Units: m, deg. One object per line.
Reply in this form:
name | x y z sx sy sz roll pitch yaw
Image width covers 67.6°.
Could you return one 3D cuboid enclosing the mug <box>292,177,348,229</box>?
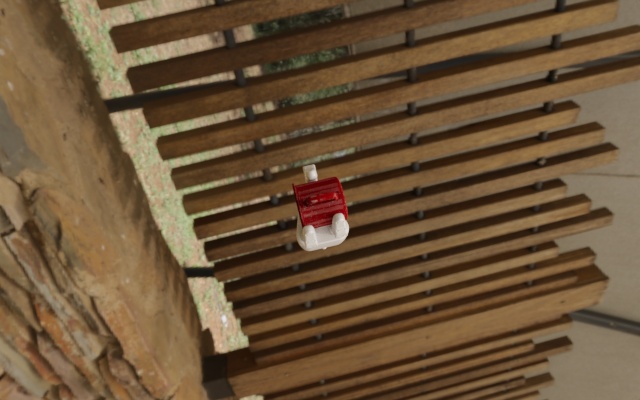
mug | 0.000 0.002 0.833 0.081 0.093 0.117 -14 -11 -4
